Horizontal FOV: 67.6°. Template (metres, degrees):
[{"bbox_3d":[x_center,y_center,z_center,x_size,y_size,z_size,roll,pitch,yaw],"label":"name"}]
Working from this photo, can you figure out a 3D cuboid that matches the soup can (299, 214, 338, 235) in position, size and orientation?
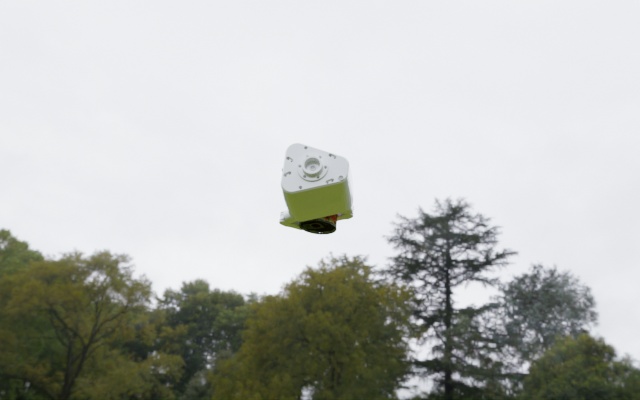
[{"bbox_3d":[0.000,0.003,0.871,0.068,0.102,0.068,5,-24,2],"label":"soup can"}]
